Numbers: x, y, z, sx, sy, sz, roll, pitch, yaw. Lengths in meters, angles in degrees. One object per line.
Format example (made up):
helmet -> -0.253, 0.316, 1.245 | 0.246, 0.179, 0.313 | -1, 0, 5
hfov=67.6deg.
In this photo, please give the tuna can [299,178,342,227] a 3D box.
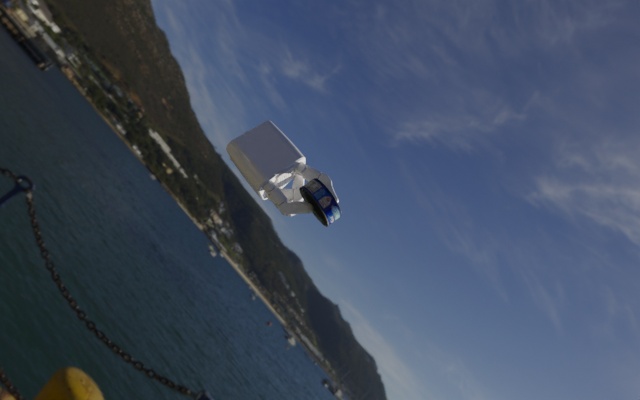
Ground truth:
tuna can -> 0.001, 0.003, 0.857 | 0.034, 0.086, 0.086 | -35, 8, -12
